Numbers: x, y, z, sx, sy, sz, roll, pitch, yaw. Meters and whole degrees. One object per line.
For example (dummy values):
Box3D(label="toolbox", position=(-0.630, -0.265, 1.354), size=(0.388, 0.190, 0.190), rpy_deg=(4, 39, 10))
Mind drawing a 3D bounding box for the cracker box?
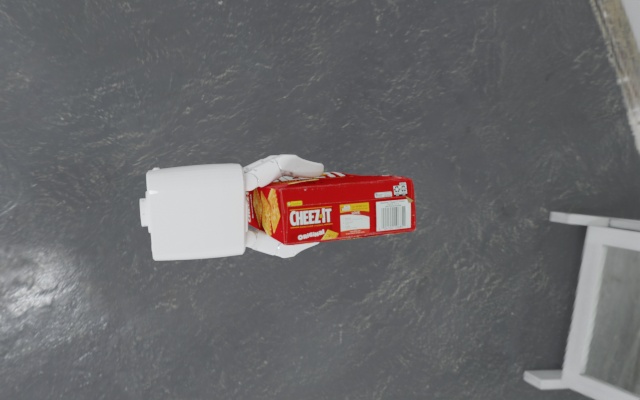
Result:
Box3D(label="cracker box", position=(0.000, 0.002, 0.627), size=(0.164, 0.072, 0.213), rpy_deg=(-5, 6, -19))
